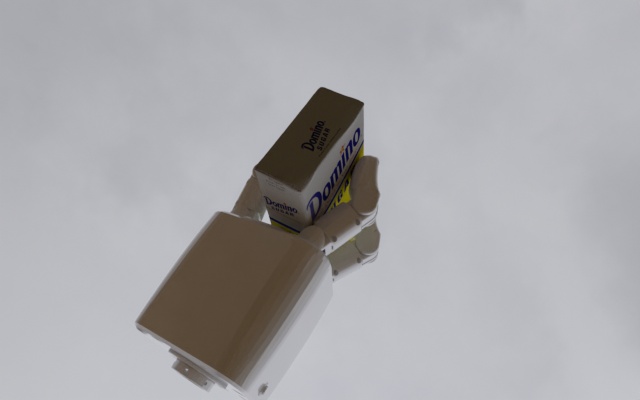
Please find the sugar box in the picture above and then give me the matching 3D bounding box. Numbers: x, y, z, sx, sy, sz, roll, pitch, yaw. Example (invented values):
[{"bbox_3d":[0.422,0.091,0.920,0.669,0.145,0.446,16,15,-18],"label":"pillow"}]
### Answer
[{"bbox_3d":[0.000,0.002,0.409,0.048,0.093,0.176,26,-27,17],"label":"sugar box"}]
